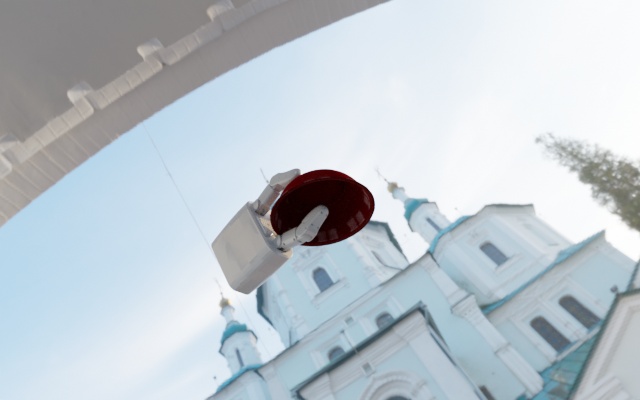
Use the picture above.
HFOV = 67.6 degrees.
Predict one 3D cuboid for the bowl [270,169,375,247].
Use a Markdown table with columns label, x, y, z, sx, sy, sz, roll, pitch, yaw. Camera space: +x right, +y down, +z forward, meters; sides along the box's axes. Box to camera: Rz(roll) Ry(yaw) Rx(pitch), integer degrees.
| label | x | y | z | sx | sy | sz | roll | pitch | yaw |
| --- | --- | --- | --- | --- | --- | --- | --- | --- | --- |
| bowl | 0.001 | 0.002 | 0.739 | 0.162 | 0.055 | 0.162 | -7 | -41 | -6 |
